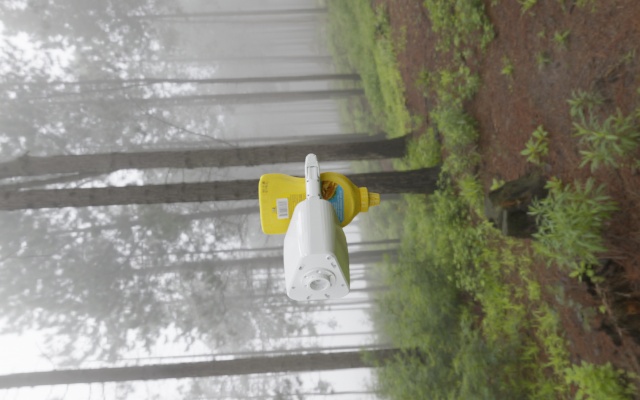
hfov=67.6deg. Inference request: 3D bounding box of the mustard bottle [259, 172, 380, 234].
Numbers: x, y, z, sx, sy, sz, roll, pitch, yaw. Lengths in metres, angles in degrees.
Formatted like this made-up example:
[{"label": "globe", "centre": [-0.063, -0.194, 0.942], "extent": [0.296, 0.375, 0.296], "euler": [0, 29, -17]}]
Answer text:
[{"label": "mustard bottle", "centre": [0.000, 0.002, 0.768], "extent": [0.191, 0.096, 0.058], "euler": [-2, 17, -2]}]
